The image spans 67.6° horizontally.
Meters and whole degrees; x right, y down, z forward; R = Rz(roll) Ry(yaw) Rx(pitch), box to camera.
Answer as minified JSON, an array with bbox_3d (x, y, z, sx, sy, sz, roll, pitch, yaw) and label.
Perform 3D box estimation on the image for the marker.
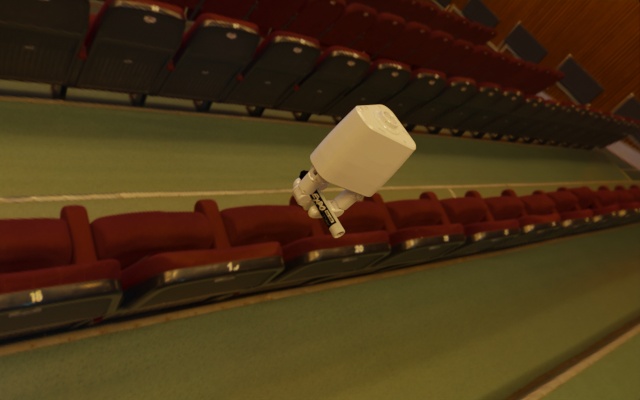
[{"bbox_3d":[0.000,0.002,0.717,0.020,0.121,0.020,-24,-26,-13],"label":"marker"}]
